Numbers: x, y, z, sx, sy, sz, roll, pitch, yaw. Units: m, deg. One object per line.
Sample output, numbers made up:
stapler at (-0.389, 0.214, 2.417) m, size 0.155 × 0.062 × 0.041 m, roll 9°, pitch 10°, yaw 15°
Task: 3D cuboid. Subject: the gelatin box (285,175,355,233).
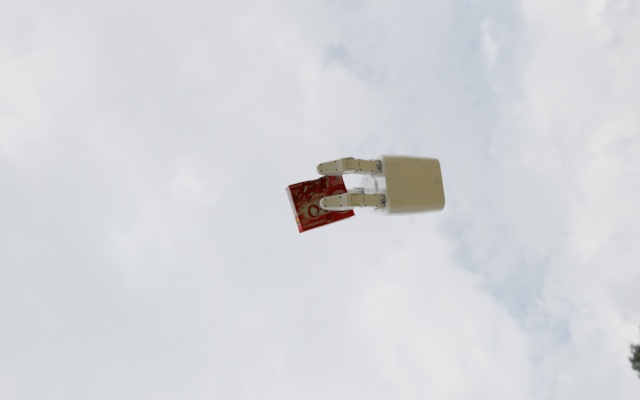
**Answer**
gelatin box at (0.000, 0.003, 0.725) m, size 0.089 × 0.073 × 0.030 m, roll -16°, pitch -6°, yaw -17°
